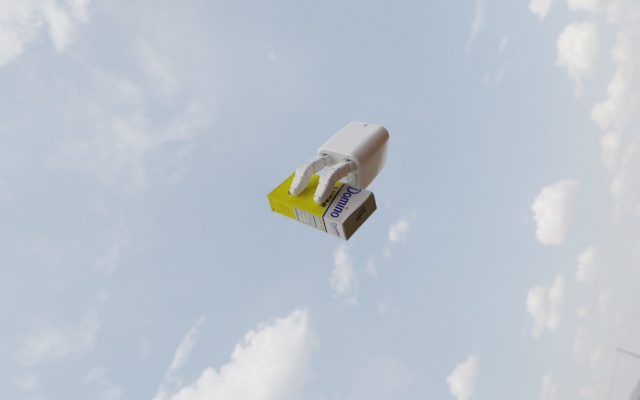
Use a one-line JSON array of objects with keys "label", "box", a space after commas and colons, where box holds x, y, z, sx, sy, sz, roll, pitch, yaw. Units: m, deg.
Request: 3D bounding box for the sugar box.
[{"label": "sugar box", "box": [0.000, 0.002, 0.837, 0.176, 0.048, 0.093, 16, 47, 38]}]
